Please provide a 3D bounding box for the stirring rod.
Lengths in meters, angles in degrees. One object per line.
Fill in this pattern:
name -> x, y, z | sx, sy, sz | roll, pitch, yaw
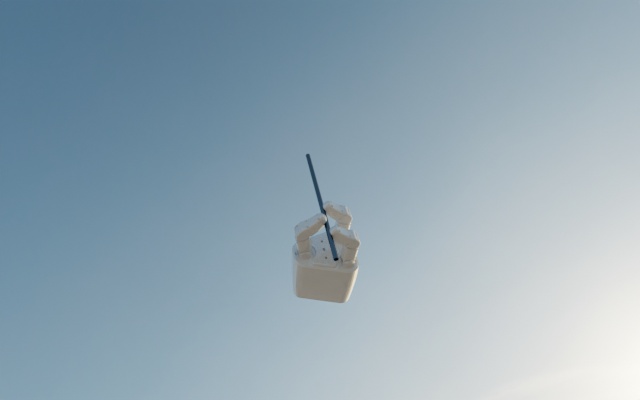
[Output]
stirring rod -> 0.000, 0.003, 0.795 | 0.011, 0.239, 0.011 | -8, -43, -8
